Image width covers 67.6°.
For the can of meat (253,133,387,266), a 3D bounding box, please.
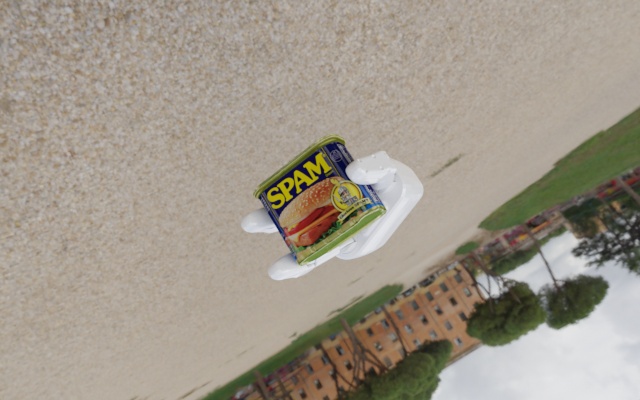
[{"bbox_3d":[0.000,0.002,0.455,0.102,0.084,0.057,-36,-14,16],"label":"can of meat"}]
